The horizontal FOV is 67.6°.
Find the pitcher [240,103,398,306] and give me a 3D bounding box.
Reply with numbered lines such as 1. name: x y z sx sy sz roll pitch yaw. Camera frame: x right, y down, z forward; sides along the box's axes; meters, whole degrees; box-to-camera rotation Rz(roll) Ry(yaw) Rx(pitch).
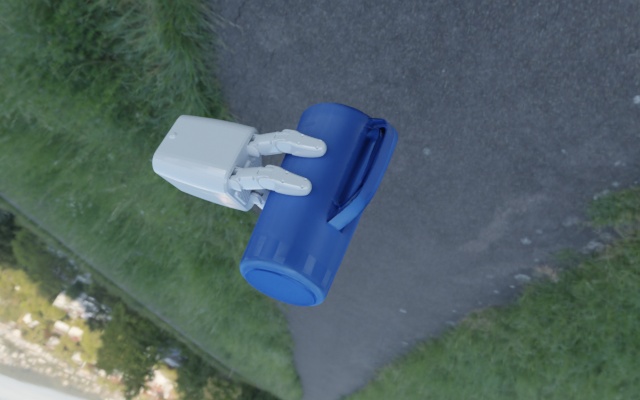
1. pitcher: 0.000 0.002 0.600 0.145 0.242 0.149 16 -29 11
